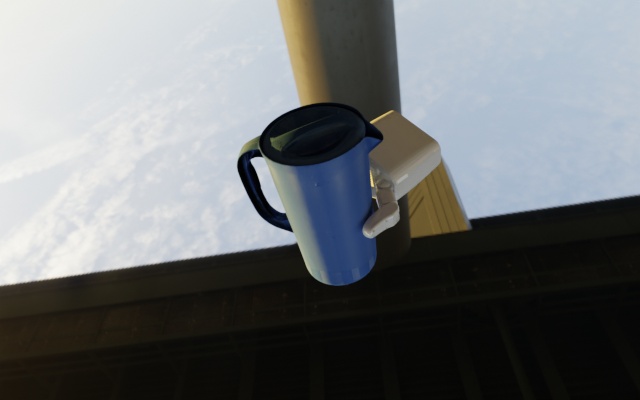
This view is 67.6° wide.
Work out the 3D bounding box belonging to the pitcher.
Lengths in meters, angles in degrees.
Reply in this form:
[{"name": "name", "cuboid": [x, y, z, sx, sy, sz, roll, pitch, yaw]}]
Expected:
[{"name": "pitcher", "cuboid": [0.000, 0.002, 0.649, 0.145, 0.243, 0.149, -37, 46, -25]}]
